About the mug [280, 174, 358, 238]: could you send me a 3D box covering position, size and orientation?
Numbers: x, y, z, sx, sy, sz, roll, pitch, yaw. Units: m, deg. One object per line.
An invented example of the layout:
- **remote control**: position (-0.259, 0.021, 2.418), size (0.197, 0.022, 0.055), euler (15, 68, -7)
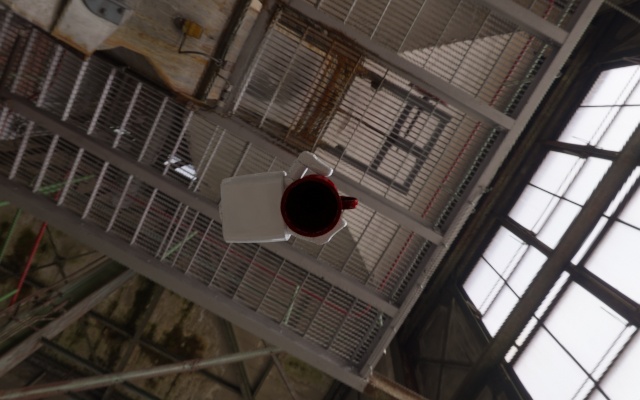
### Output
- **mug**: position (0.002, 0.002, 0.753), size (0.117, 0.093, 0.081), euler (-3, 10, 4)
